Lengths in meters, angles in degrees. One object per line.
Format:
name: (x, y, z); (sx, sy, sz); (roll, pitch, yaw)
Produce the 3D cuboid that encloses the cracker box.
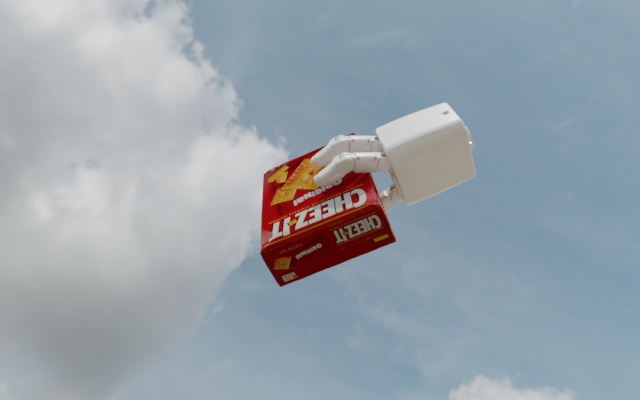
cracker box: (0.000, 0.002, 0.679); (0.164, 0.072, 0.213); (-23, 30, 9)
